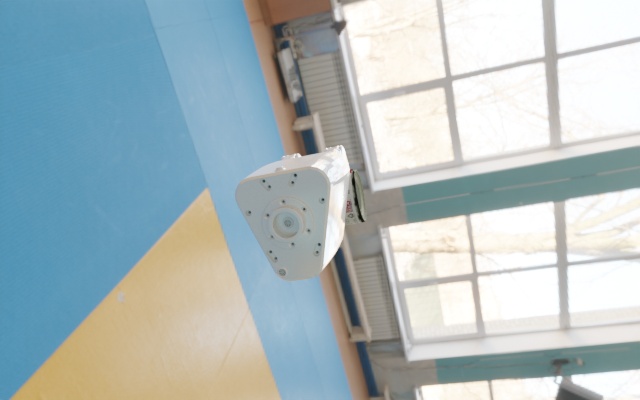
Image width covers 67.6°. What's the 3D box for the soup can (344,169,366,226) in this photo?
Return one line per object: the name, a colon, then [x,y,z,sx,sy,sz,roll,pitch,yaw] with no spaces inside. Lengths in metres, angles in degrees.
soup can: [0.000,0.002,0.589,0.102,0.068,0.068,-10,-2,12]
